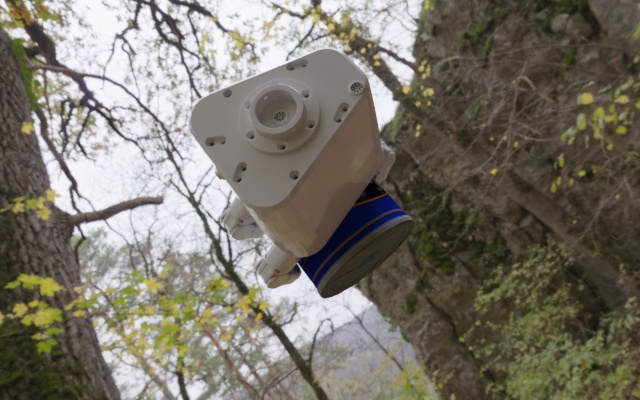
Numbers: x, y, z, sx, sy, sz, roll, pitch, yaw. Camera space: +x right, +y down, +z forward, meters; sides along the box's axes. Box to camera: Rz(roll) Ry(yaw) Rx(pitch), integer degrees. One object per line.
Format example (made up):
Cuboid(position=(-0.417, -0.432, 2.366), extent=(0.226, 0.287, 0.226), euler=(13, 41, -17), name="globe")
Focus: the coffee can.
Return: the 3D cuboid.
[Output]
Cuboid(position=(0.000, 0.002, 0.432), extent=(0.103, 0.140, 0.103), euler=(-34, -21, -15), name="coffee can")
